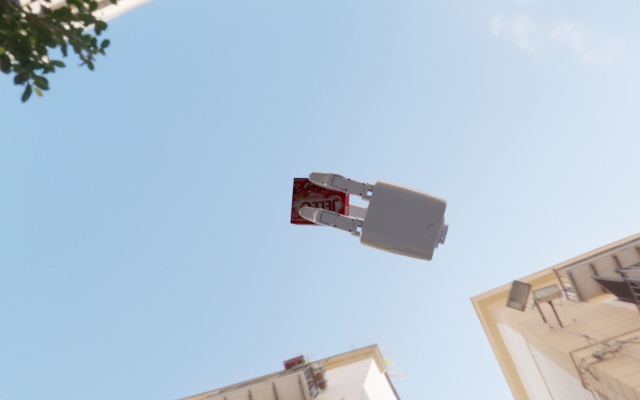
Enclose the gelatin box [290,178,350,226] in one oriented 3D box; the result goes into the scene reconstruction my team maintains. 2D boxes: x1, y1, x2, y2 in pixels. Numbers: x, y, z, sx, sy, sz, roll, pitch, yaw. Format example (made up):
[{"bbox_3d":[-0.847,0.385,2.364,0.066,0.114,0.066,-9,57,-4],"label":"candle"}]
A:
[{"bbox_3d":[0.000,0.002,0.736,0.089,0.073,0.030,1,-8,19],"label":"gelatin box"}]
